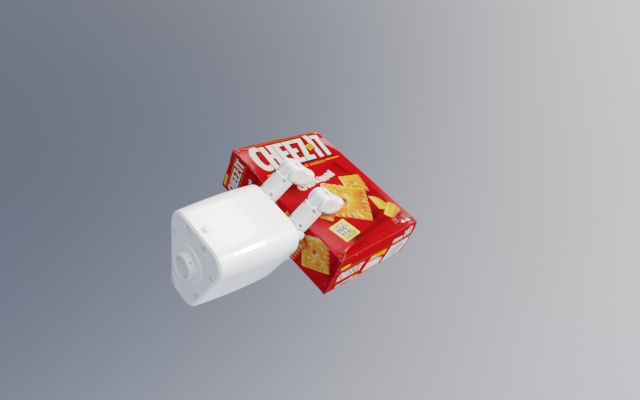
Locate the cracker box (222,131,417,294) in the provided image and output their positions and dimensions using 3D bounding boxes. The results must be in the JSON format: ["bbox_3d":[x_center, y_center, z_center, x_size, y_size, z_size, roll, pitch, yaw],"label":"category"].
[{"bbox_3d":[0.000,0.002,0.641,0.164,0.072,0.213,-20,56,-44],"label":"cracker box"}]
